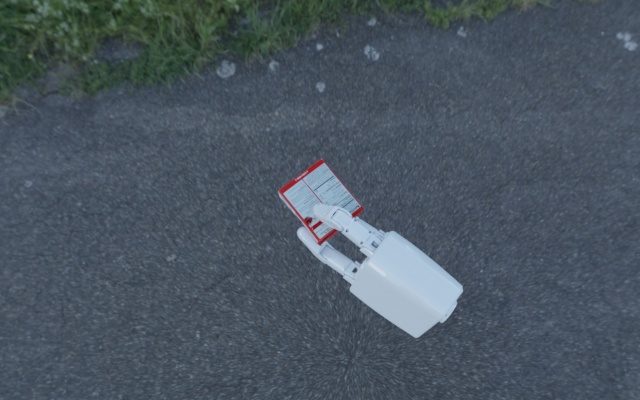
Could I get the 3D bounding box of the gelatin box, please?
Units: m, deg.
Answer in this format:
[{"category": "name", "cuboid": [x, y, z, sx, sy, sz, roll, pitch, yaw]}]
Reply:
[{"category": "gelatin box", "cuboid": [0.000, 0.002, 0.623, 0.073, 0.089, 0.030, -38, -10, -10]}]
